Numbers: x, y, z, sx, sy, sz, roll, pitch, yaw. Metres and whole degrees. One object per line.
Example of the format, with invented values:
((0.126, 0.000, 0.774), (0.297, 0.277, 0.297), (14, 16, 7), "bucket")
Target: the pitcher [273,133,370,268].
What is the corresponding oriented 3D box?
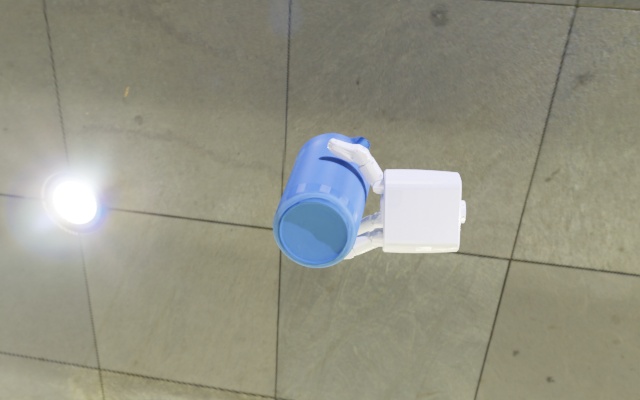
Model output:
((0.000, 0.002, 0.706), (0.145, 0.149, 0.242), (2, 23, 8), "pitcher")
